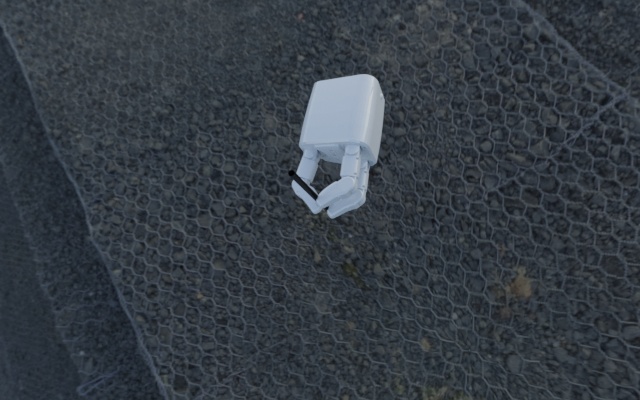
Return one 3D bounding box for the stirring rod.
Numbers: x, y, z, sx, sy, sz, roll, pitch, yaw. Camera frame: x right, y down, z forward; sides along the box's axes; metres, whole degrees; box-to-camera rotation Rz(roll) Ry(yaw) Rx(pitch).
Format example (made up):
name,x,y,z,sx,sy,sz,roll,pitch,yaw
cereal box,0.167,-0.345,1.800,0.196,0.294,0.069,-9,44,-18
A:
name,x,y,z,sx,sy,sz,roll,pitch,yaw
stirring rod,0.000,0.002,0.671,0.011,0.011,0.240,0,-17,17
